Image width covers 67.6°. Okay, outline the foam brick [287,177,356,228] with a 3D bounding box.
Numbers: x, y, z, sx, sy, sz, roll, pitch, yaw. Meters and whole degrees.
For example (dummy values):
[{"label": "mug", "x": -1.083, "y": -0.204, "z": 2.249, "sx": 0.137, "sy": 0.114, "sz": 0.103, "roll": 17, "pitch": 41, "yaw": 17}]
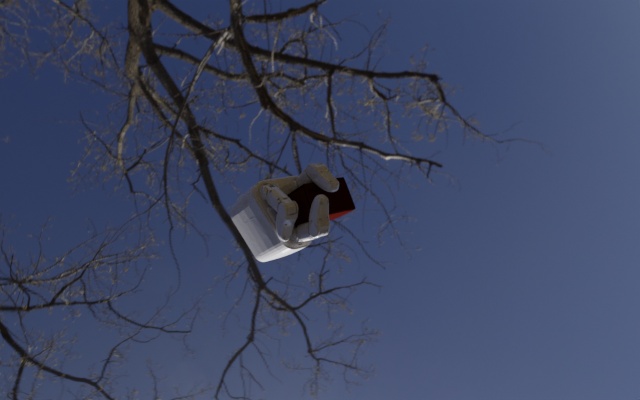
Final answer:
[{"label": "foam brick", "x": 0.000, "y": 0.002, "z": 0.698, "sx": 0.078, "sy": 0.053, "sz": 0.051, "roll": -11, "pitch": -13, "yaw": -36}]
